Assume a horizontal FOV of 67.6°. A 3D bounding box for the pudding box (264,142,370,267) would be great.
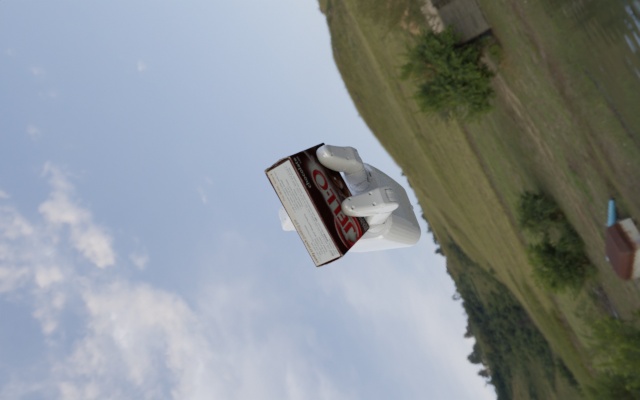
[{"bbox_3d":[0.000,0.002,0.499,0.039,0.113,0.090,-29,2,26],"label":"pudding box"}]
